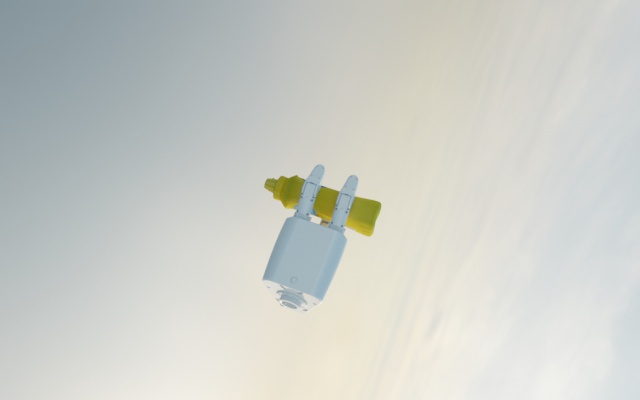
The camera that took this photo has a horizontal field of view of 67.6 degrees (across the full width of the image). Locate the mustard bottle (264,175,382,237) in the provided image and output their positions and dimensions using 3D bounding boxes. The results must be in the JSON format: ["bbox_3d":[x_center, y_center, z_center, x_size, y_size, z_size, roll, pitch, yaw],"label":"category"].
[{"bbox_3d":[0.000,0.002,0.771,0.191,0.058,0.096,18,-4,8],"label":"mustard bottle"}]
